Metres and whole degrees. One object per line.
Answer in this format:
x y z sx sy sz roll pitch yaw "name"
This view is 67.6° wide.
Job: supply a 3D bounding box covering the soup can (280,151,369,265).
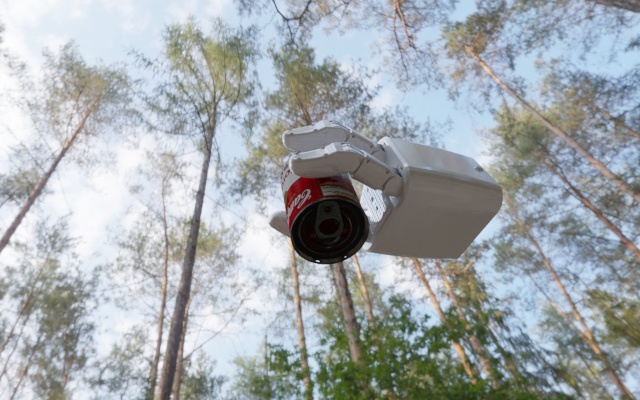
0.000 0.001 0.444 0.068 0.068 0.102 0 31 -11 "soup can"
